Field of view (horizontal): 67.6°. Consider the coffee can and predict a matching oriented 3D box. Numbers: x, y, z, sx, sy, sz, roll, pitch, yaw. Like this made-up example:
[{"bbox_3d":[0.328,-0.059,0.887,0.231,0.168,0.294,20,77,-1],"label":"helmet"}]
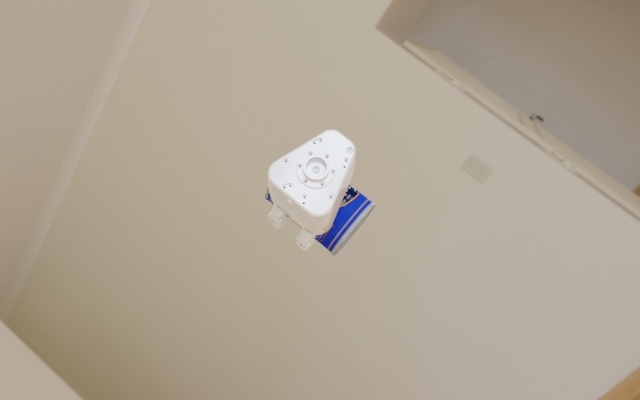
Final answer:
[{"bbox_3d":[0.000,0.003,0.745,0.140,0.103,0.103,39,6,8],"label":"coffee can"}]
